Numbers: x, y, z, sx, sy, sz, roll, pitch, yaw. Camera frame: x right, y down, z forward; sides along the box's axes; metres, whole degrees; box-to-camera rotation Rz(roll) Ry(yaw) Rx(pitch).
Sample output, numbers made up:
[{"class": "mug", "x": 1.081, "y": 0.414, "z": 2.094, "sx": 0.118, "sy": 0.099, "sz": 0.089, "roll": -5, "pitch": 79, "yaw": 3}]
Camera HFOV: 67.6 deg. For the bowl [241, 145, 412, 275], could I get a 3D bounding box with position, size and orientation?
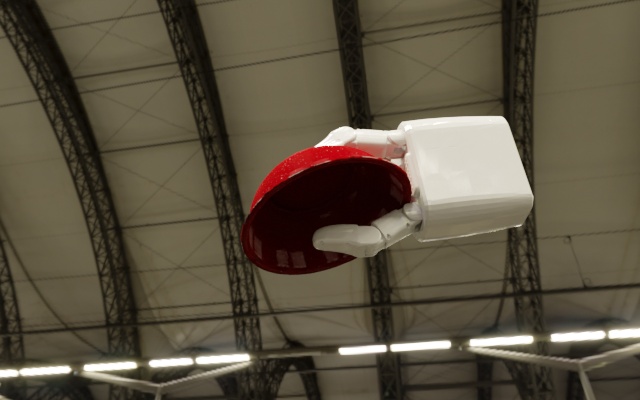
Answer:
[{"class": "bowl", "x": -0.001, "y": 0.001, "z": 0.444, "sx": 0.162, "sy": 0.055, "sz": 0.162, "roll": -15, "pitch": -37, "yaw": -12}]
